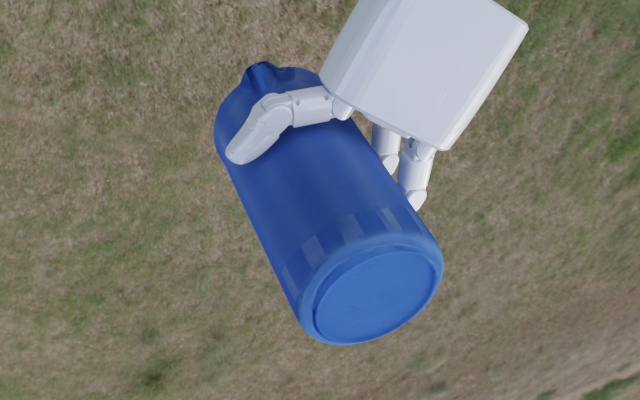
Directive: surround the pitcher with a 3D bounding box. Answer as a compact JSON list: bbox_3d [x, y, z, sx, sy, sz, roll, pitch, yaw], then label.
[{"bbox_3d":[0.000,0.001,0.409,0.149,0.145,0.242,15,29,-33],"label":"pitcher"}]
